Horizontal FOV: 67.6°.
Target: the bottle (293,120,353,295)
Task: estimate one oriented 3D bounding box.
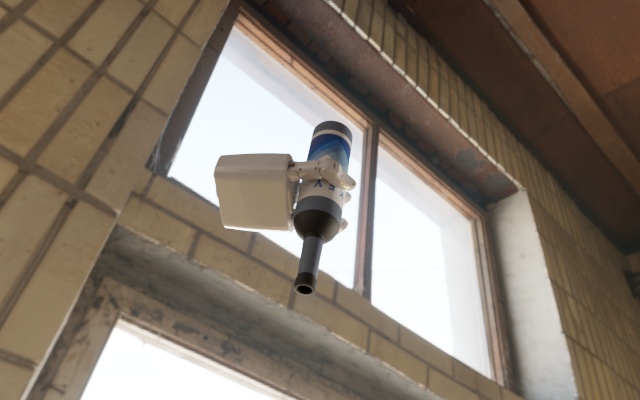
[{"bbox_3d":[0.000,0.002,0.684,0.069,0.295,0.069,6,-42,5],"label":"bottle"}]
